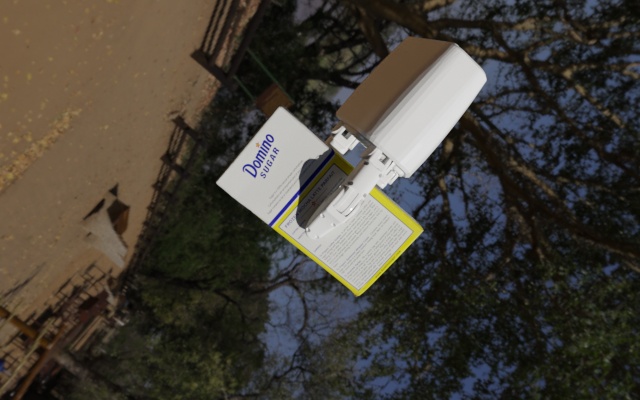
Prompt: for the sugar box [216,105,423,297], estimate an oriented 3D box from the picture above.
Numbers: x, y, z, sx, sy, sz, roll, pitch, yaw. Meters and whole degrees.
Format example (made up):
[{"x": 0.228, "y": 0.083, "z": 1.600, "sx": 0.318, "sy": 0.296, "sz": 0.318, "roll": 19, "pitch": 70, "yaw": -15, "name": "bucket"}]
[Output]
[{"x": 0.000, "y": 0.001, "z": 0.454, "sx": 0.176, "sy": 0.093, "sz": 0.048, "roll": 41, "pitch": 8, "yaw": -8, "name": "sugar box"}]
